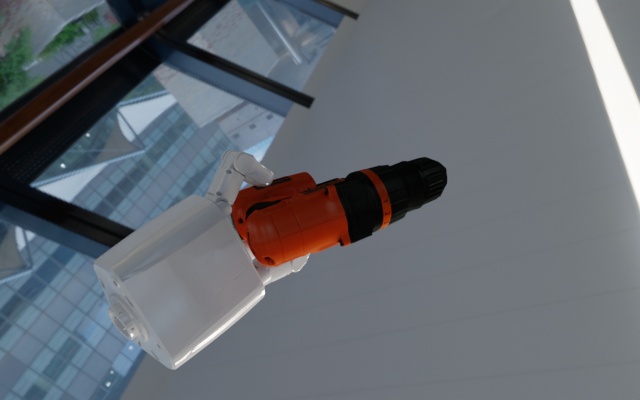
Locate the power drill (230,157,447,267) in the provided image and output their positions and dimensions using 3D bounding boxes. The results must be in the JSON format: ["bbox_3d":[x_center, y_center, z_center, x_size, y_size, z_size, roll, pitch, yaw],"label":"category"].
[{"bbox_3d":[0.000,0.002,0.452,0.184,0.057,0.187,-18,7,-23],"label":"power drill"}]
